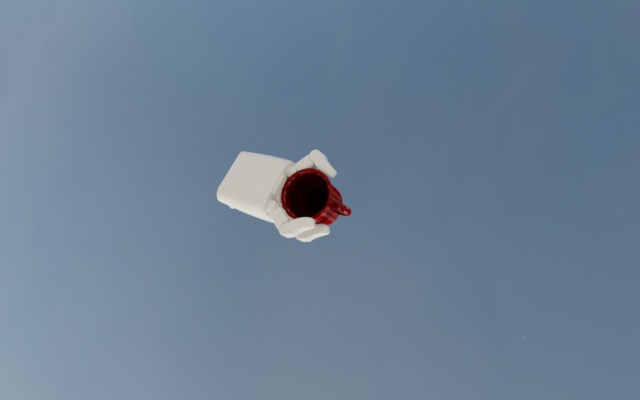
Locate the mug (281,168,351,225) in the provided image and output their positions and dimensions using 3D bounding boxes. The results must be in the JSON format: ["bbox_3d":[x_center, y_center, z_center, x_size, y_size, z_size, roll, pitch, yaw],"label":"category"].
[{"bbox_3d":[0.001,0.003,0.830,0.117,0.093,0.081,16,-8,24],"label":"mug"}]
